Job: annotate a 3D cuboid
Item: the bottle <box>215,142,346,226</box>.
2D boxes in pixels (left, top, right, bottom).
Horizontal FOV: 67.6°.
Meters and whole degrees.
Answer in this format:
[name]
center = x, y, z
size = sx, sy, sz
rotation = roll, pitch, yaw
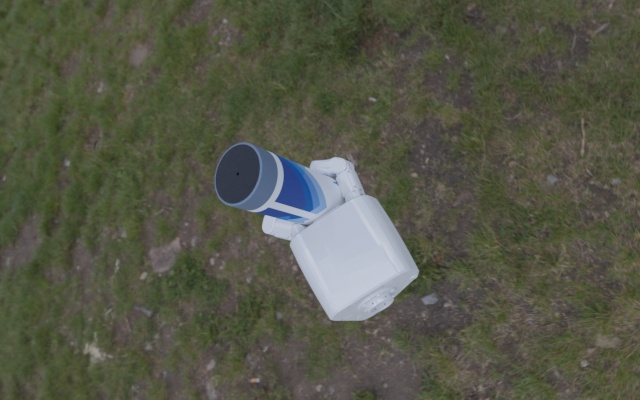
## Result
[bottle]
center = 0.000, 0.002, 0.598
size = 0.069, 0.069, 0.296
rotation = 0, -11, 36
